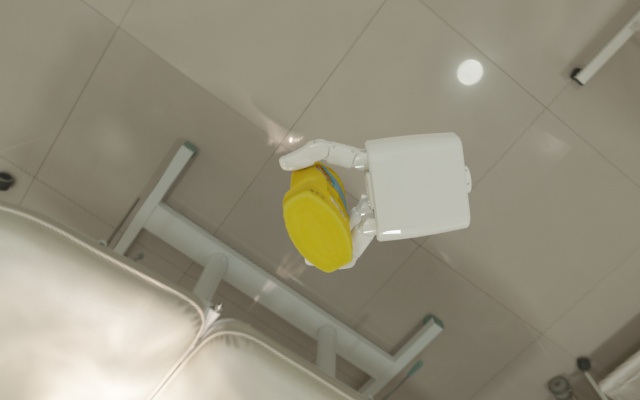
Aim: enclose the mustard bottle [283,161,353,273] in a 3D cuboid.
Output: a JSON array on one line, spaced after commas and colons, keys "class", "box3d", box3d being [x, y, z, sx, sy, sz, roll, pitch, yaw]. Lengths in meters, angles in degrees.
[{"class": "mustard bottle", "box3d": [0.000, 0.002, 0.574, 0.058, 0.096, 0.191, -30, 17, 12]}]
